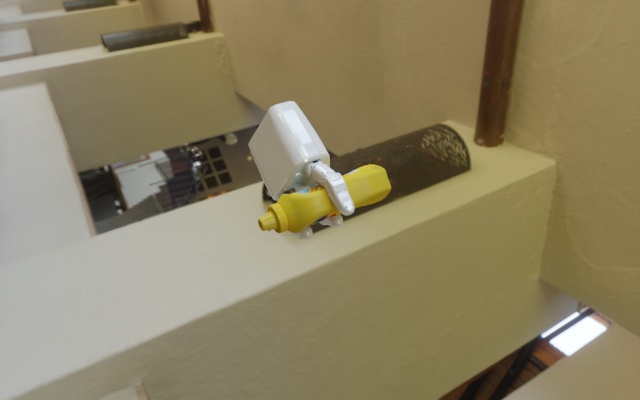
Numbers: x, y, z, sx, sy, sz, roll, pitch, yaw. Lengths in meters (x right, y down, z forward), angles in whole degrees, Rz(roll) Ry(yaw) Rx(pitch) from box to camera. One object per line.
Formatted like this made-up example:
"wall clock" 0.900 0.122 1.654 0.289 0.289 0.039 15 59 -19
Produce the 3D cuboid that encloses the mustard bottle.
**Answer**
"mustard bottle" 0.000 0.002 0.686 0.191 0.058 0.096 -20 4 -24
